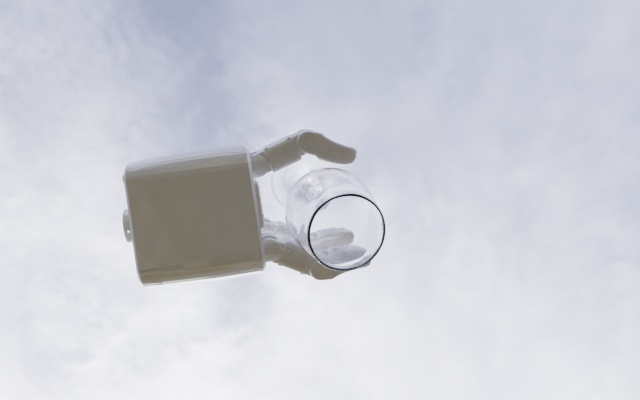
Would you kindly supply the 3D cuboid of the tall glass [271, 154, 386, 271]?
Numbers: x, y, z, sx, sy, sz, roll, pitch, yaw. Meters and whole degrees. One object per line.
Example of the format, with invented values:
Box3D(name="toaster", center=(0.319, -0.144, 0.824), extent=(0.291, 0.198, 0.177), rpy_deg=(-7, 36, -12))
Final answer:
Box3D(name="tall glass", center=(0.000, 0.001, 0.455), extent=(0.079, 0.079, 0.201), rpy_deg=(0, 14, -12))
